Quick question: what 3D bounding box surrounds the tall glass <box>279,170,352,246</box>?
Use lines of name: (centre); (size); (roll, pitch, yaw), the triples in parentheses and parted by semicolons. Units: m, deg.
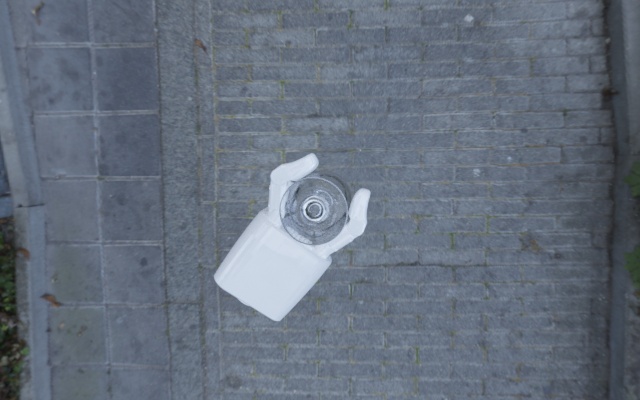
tall glass: (0.000, 0.002, 0.609); (0.079, 0.079, 0.201); (0, 6, 5)
